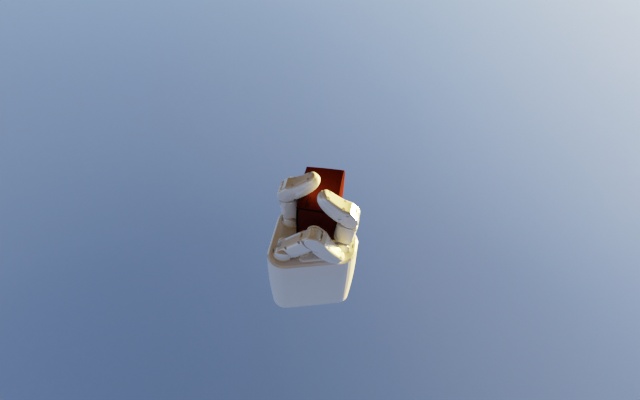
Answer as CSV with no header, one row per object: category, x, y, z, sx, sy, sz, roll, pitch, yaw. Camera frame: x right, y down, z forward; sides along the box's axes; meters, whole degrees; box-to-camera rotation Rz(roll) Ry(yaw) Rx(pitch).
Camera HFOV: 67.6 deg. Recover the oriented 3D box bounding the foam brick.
foam brick,0.000,0.002,0.616,0.053,0.078,0.051,8,-43,6
